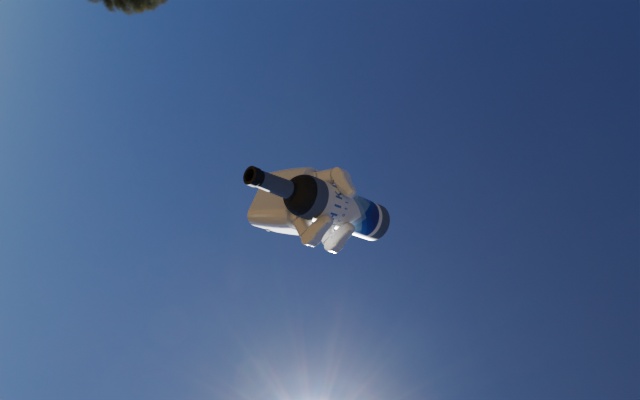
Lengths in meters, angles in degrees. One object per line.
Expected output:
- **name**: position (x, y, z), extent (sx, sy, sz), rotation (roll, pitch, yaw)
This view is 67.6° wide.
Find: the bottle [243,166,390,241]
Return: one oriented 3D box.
- **bottle**: position (0.000, 0.003, 0.756), extent (0.069, 0.069, 0.296), rotation (0, -15, 43)
